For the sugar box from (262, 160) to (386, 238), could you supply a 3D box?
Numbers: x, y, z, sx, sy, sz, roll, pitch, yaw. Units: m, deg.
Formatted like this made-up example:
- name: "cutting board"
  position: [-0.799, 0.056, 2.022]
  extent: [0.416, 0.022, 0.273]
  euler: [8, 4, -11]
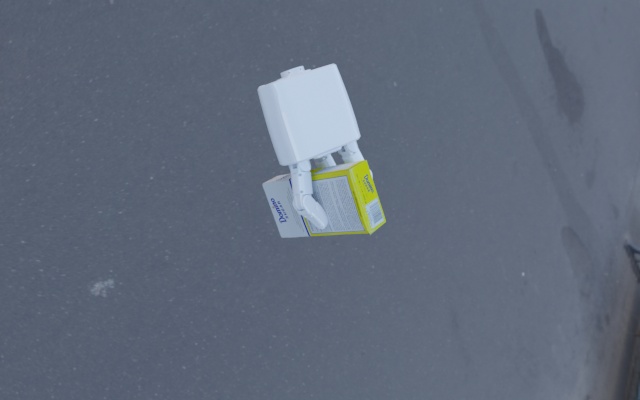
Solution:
- name: "sugar box"
  position: [0.000, 0.002, 0.679]
  extent: [0.176, 0.093, 0.048]
  euler: [-4, 19, 46]
